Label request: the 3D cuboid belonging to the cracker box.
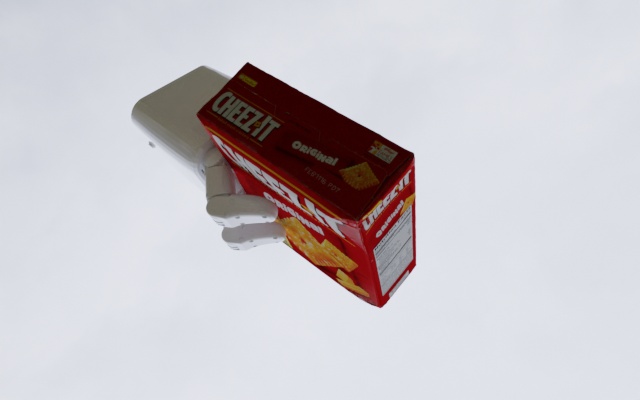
[{"bbox_3d":[0.000,0.001,0.431,0.164,0.072,0.214,33,-17,25],"label":"cracker box"}]
